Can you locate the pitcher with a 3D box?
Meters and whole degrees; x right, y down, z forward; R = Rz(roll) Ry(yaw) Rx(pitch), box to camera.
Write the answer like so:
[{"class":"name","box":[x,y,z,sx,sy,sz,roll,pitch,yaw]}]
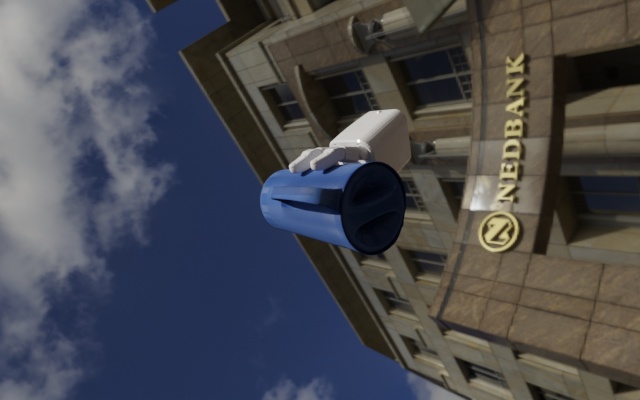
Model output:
[{"class":"pitcher","box":[0.000,0.002,0.757,0.145,0.149,0.243,-43,28,-28]}]
